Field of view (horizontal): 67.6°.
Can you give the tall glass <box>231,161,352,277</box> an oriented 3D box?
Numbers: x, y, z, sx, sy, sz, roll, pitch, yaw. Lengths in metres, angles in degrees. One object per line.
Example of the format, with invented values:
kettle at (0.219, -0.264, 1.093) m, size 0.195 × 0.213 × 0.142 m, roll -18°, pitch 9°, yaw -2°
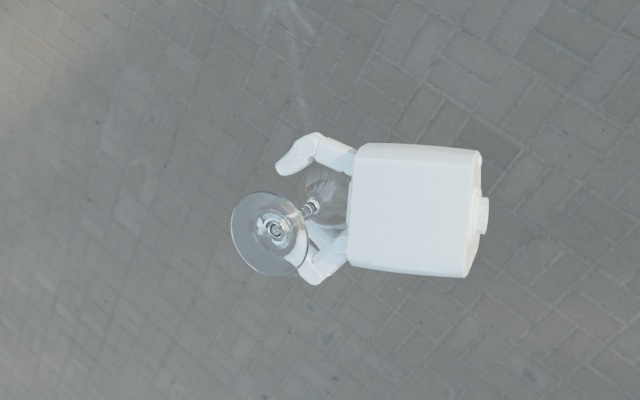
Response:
tall glass at (0.000, 0.002, 0.476) m, size 0.079 × 0.079 × 0.201 m, roll 0°, pitch 16°, yaw 26°
